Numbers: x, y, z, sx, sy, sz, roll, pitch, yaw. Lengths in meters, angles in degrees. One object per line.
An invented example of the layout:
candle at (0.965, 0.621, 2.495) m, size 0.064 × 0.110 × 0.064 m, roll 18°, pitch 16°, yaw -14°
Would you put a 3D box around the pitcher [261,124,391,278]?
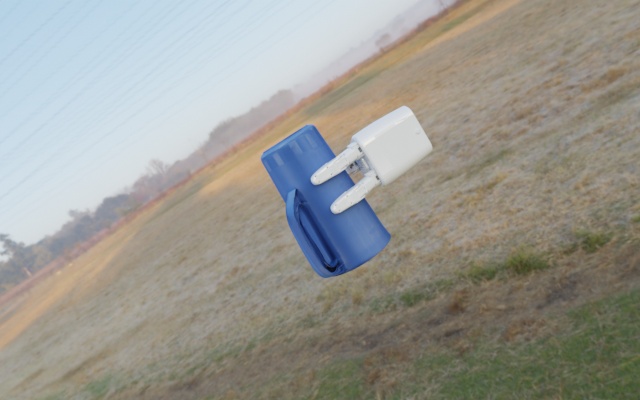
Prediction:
pitcher at (0.000, 0.003, 0.804) m, size 0.145 × 0.243 × 0.149 m, roll -33°, pitch 8°, yaw -6°
